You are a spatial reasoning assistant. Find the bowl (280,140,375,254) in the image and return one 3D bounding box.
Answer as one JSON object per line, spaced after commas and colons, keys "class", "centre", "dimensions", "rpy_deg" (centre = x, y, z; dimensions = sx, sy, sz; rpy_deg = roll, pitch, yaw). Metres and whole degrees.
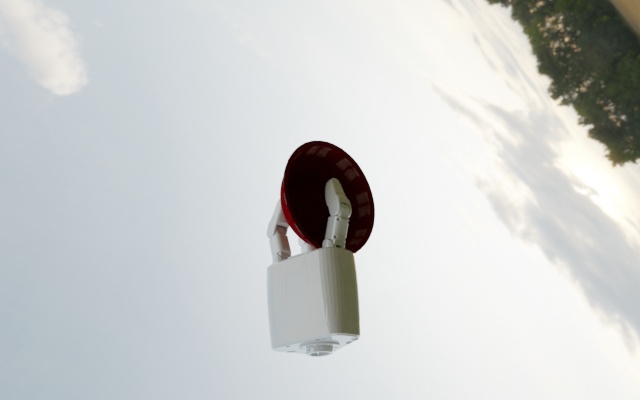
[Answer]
{"class": "bowl", "centre": [0.000, 0.001, 0.655], "dimensions": [0.162, 0.162, 0.055], "rpy_deg": [0, -16, -42]}
